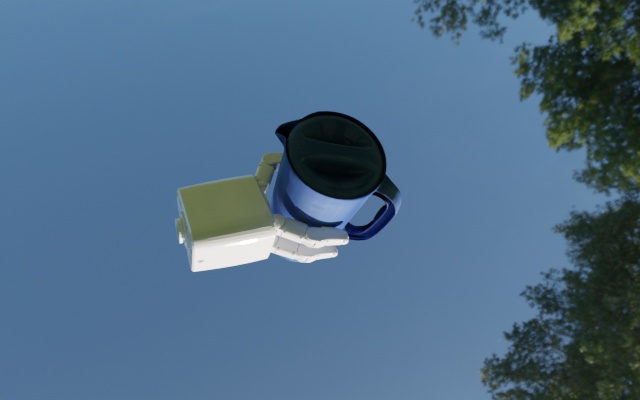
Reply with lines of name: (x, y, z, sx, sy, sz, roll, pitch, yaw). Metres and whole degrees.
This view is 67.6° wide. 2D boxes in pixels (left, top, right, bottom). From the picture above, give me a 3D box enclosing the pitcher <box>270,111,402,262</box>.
pitcher: (0.000, 0.002, 0.687, 0.145, 0.149, 0.243, -10, -26, -22)
